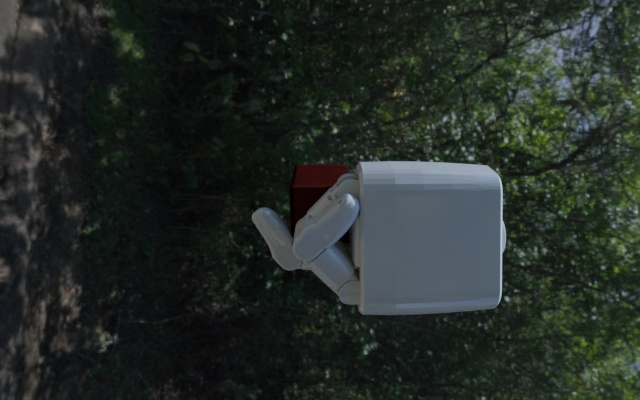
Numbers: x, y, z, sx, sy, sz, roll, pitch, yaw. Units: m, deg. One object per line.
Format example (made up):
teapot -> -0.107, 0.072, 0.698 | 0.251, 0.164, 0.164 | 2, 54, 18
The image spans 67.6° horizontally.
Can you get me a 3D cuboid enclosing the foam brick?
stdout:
foam brick -> 0.000, 0.001, 0.436 | 0.051, 0.053, 0.078 | -1, 19, 0
